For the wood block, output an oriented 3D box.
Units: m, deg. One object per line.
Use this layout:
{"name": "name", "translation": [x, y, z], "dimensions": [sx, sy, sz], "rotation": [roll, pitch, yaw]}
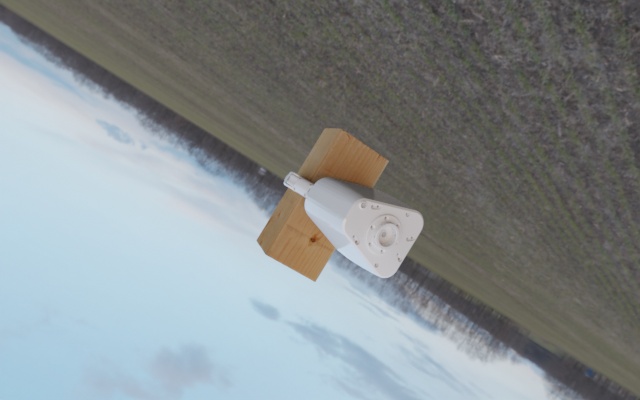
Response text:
{"name": "wood block", "translation": [0.000, 0.002, 0.718], "dimensions": [0.091, 0.206, 0.090], "rotation": [32, -1, -18]}
